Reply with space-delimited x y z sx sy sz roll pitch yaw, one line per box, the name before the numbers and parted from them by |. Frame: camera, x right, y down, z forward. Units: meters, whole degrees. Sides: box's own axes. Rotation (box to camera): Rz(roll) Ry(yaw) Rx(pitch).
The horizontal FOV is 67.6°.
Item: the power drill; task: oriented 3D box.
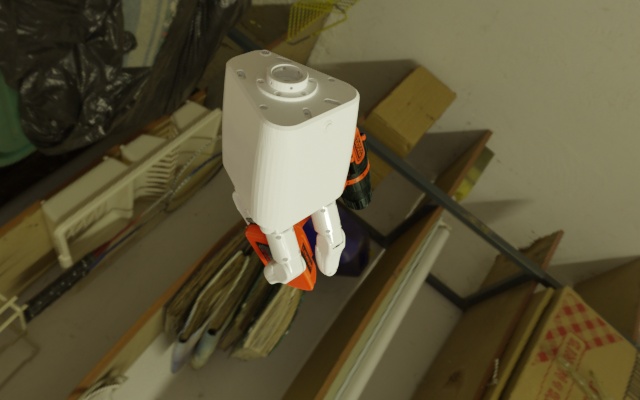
power drill | 0.000 0.002 0.539 0.057 0.187 0.185 11 -33 28
